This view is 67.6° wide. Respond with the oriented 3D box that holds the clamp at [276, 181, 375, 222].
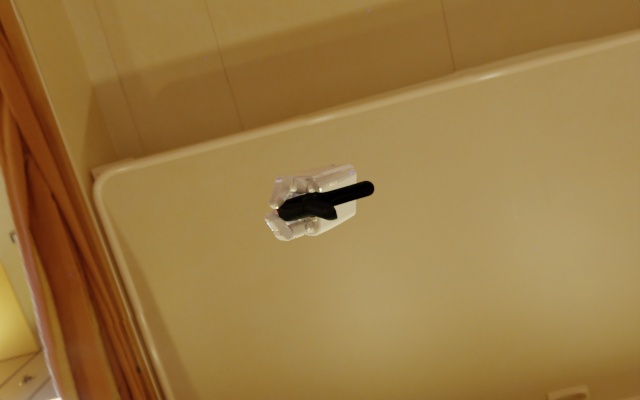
[{"bbox_3d":[0.000,0.003,0.761,0.120,0.039,0.171,-21,13,-41],"label":"clamp"}]
